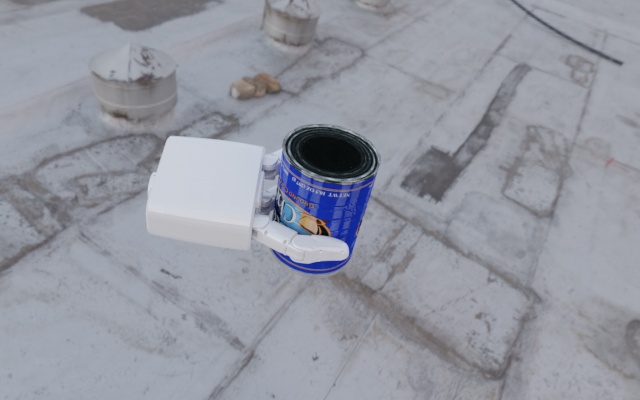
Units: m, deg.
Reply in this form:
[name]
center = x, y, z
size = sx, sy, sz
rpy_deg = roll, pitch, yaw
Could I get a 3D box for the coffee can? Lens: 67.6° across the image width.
[coffee can]
center = 0.000, 0.002, 0.529
size = 0.103, 0.140, 0.102
rpy_deg = 8, 40, -6
